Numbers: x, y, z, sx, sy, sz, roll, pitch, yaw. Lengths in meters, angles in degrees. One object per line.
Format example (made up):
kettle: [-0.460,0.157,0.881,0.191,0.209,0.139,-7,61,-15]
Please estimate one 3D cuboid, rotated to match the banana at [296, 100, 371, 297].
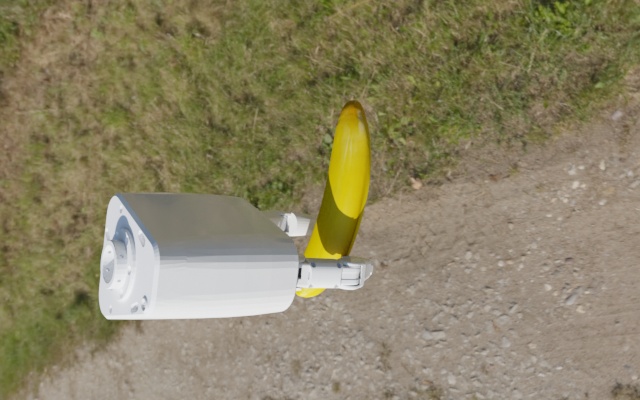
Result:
banana: [0.008,0.013,0.422,0.037,0.198,0.069,5,24,-37]
